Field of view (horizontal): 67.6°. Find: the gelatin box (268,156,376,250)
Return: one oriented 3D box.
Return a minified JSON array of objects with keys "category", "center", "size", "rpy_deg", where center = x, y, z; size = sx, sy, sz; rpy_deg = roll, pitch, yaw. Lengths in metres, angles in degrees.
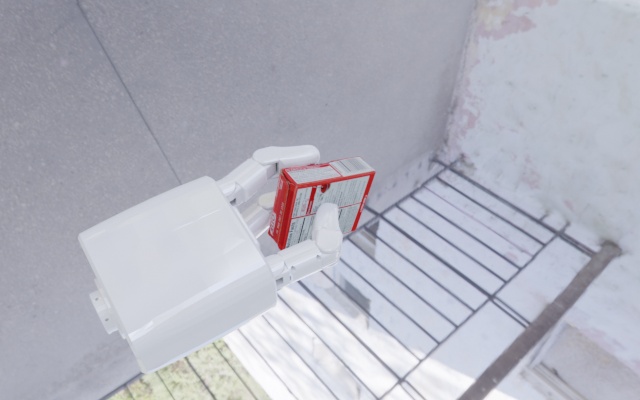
[{"category":"gelatin box","center":[0.001,0.002,0.437],"size":[0.089,0.073,0.030],"rpy_deg":[-12,44,-32]}]
